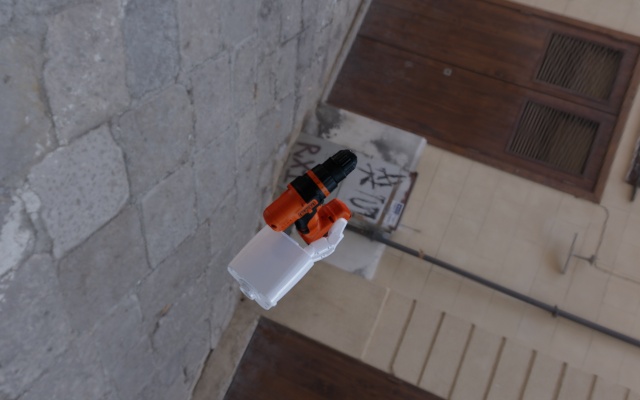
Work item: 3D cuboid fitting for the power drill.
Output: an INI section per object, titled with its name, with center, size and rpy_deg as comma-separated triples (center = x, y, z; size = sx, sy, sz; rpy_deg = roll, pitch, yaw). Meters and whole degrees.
[power drill]
center = 0.000, 0.003, 0.844
size = 0.184, 0.057, 0.188
rpy_deg = -38, -25, -1
